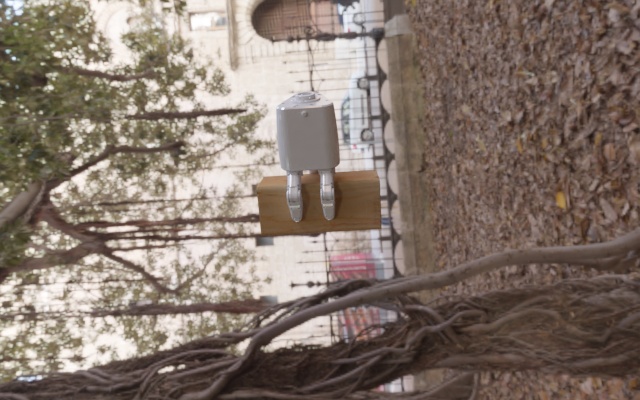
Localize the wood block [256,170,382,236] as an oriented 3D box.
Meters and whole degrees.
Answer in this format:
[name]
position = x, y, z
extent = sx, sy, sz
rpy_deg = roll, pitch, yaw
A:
[wood block]
position = 0.000, 0.002, 0.843
extent = 0.206, 0.090, 0.090
rpy_deg = -3, 15, 3
